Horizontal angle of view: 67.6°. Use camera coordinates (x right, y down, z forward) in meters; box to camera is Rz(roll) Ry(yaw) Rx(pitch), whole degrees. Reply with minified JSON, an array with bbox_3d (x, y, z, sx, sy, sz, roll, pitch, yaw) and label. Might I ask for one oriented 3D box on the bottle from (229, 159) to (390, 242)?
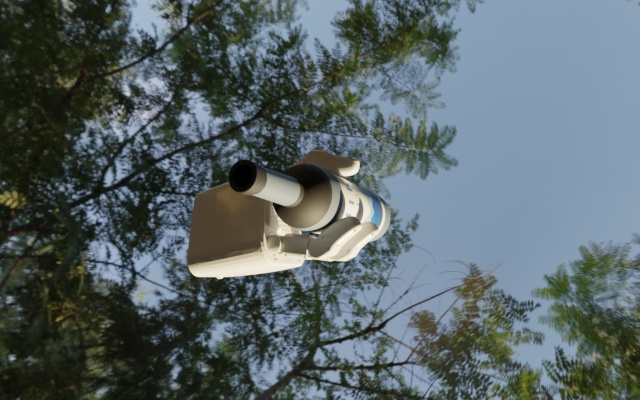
[{"bbox_3d":[0.000,0.002,0.509,0.069,0.069,0.296,0,-8,25],"label":"bottle"}]
